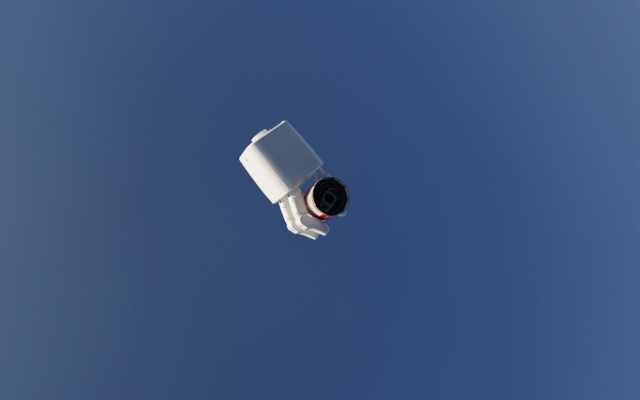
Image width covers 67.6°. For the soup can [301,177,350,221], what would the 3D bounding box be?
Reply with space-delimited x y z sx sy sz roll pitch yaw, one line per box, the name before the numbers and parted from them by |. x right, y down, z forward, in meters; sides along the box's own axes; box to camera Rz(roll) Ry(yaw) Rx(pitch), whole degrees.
soup can | 0.000 0.003 0.850 0.068 0.068 0.102 0 -11 -21
